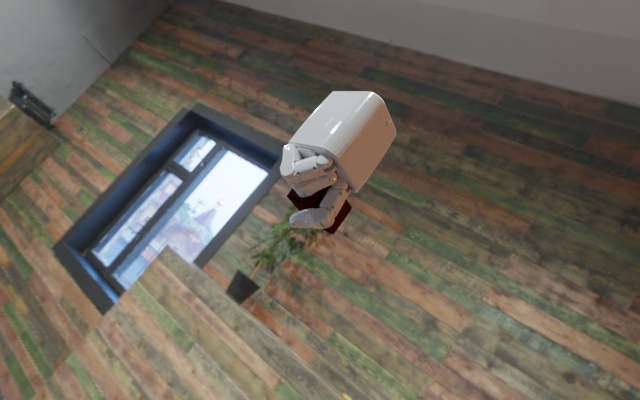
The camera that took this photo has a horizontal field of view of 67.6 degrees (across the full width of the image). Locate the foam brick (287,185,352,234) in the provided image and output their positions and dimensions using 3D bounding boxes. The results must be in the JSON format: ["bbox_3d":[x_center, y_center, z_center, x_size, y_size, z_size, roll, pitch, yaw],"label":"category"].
[{"bbox_3d":[0.000,0.002,0.680,0.053,0.051,0.078,25,-18,37],"label":"foam brick"}]
